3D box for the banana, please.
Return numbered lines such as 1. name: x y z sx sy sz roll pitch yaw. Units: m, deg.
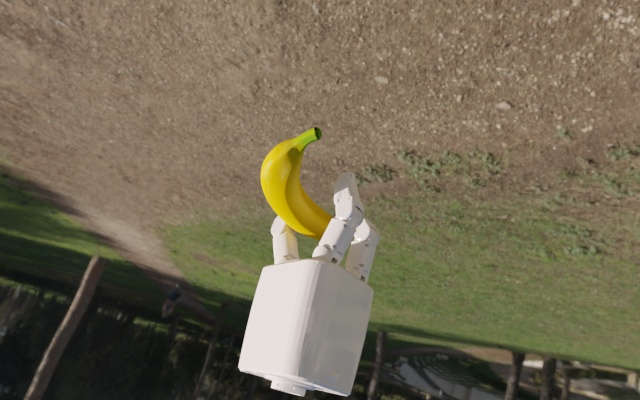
1. banana: -0.019 -0.001 0.488 0.069 0.037 0.198 3 -30 13
